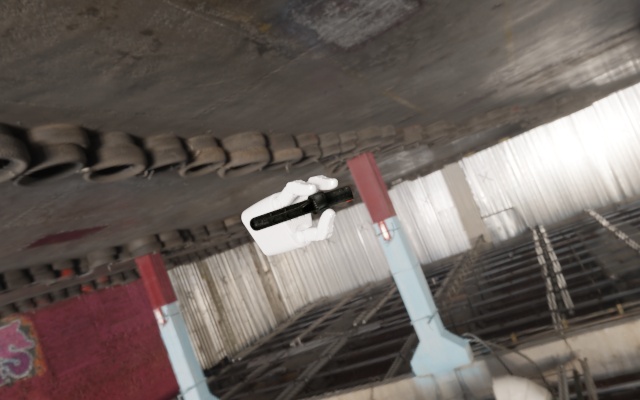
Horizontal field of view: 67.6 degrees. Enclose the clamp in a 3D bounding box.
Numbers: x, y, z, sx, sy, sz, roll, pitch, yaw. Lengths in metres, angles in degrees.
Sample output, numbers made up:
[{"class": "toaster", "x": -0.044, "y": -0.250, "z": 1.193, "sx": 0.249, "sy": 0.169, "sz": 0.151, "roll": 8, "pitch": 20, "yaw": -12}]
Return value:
[{"class": "clamp", "x": 0.001, "y": 0.003, "z": 0.834, "sx": 0.210, "sy": 0.036, "sz": 0.164, "roll": -17, "pitch": -1, "yaw": -45}]
